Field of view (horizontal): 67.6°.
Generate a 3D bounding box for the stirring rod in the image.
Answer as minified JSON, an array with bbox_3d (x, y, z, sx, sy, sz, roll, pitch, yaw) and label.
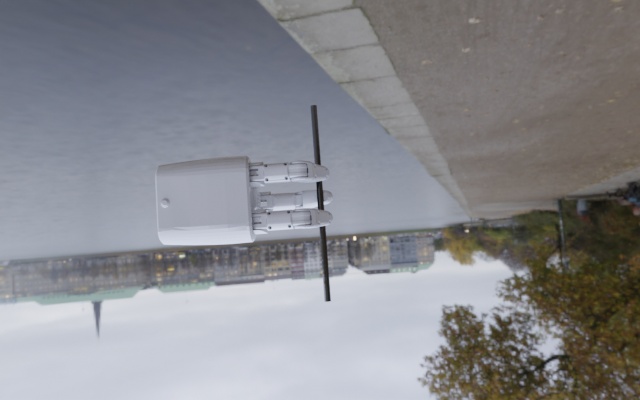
[{"bbox_3d":[0.000,0.002,0.585,0.011,0.239,0.011,-4,-4,0],"label":"stirring rod"}]
